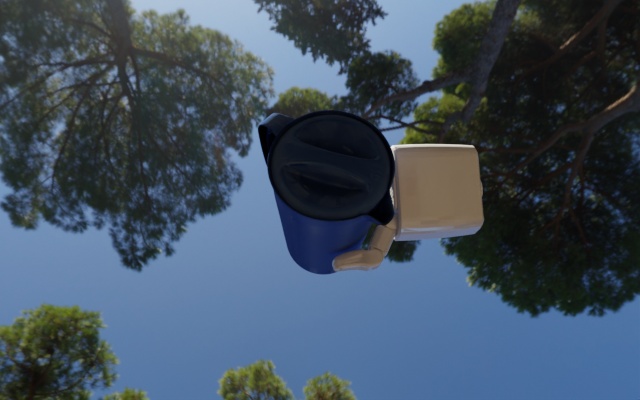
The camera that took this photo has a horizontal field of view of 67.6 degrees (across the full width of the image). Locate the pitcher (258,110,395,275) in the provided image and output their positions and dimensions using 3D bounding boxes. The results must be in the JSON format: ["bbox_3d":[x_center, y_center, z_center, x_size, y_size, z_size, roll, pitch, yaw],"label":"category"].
[{"bbox_3d":[0.000,0.002,0.600,0.145,0.149,0.243,-2,-25,-4],"label":"pitcher"}]
